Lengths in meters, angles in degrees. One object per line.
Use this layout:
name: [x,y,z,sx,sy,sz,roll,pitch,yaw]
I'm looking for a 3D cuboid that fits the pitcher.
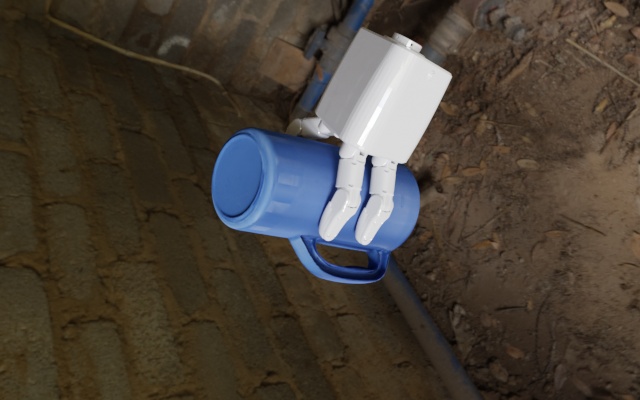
pitcher: [0.000,0.002,0.567,0.243,0.145,0.149,10,26,-44]
